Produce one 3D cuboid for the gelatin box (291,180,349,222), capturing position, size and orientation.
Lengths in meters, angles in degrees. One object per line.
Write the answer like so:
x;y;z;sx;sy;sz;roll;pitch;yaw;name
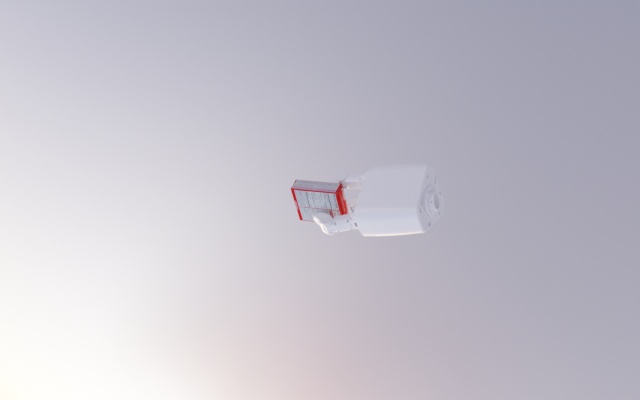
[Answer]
0.000;0.003;0.819;0.089;0.073;0.030;5;42;24;gelatin box
